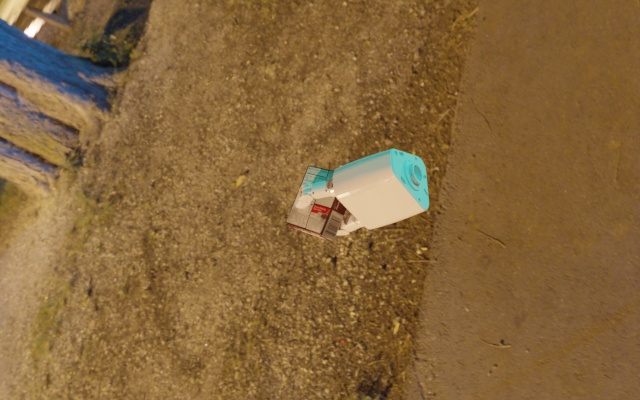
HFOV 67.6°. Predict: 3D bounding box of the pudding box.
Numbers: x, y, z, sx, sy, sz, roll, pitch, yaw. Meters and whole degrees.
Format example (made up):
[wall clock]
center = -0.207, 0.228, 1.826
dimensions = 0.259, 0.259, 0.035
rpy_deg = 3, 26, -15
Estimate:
[pudding box]
center = 0.000, 0.003, 0.800
dimensions = 0.090, 0.113, 0.039
rpy_deg = 15, -10, 44
